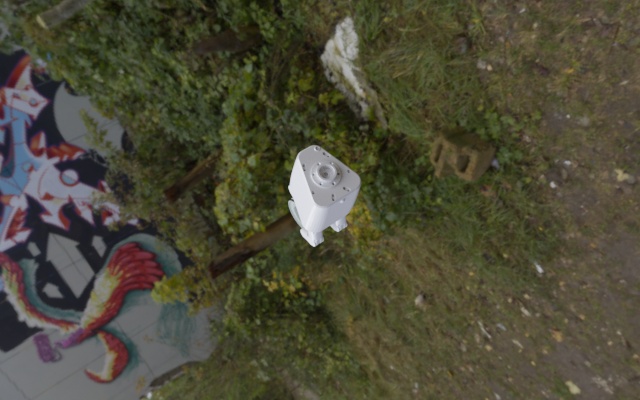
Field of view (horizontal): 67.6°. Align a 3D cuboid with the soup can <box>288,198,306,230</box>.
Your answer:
[{"bbox_3d":[0.000,0.003,0.891,0.102,0.068,0.068,-31,12,-20],"label":"soup can"}]
